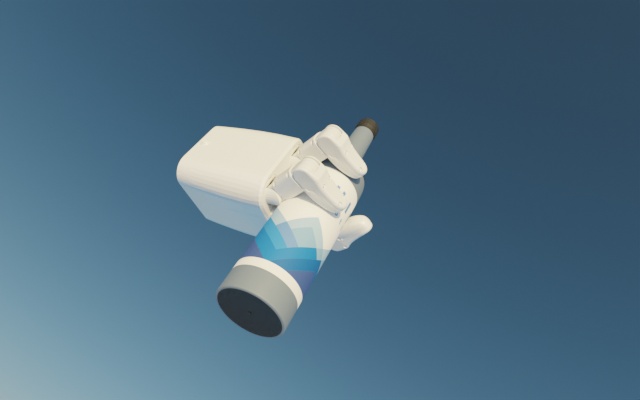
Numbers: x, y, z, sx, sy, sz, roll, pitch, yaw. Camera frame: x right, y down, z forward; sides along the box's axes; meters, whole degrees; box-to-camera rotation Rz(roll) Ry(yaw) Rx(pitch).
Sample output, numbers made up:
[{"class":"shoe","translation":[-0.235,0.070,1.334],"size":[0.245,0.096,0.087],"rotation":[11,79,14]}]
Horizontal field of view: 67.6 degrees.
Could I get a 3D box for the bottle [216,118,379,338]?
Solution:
[{"class":"bottle","translation":[0.000,0.002,0.495],"size":[0.069,0.069,0.295],"rotation":[0,39,31]}]
